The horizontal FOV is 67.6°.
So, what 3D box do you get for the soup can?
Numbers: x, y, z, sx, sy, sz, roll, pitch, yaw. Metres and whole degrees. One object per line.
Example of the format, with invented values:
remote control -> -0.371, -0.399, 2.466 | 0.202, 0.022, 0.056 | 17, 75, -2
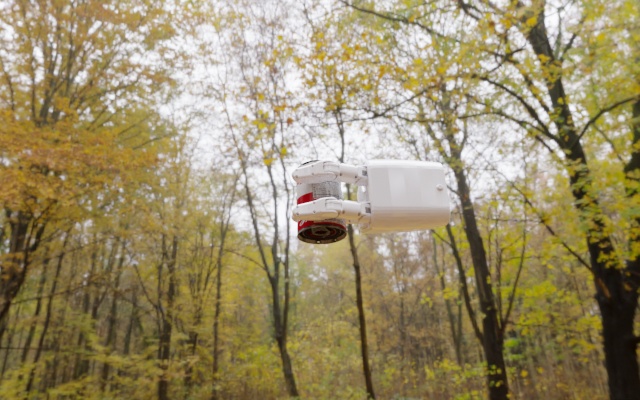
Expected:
soup can -> 0.000, 0.002, 0.669 | 0.068, 0.102, 0.068 | -2, -24, -1
